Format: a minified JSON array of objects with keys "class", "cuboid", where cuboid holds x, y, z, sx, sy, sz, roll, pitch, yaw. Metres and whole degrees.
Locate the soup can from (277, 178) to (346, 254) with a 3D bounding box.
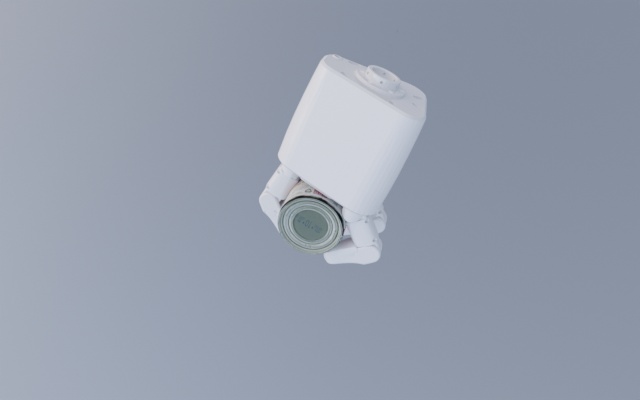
[{"class":"soup can","cuboid":[0.000,0.002,0.504,0.068,0.068,0.102,0,29,13]}]
